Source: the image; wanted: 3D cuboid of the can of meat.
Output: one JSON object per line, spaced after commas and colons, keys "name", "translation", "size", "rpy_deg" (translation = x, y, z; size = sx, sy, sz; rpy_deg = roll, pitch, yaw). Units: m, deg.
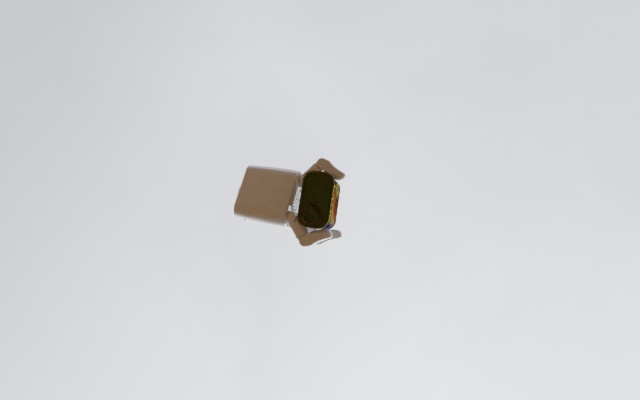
{"name": "can of meat", "translation": [0.000, 0.003, 0.872], "size": [0.057, 0.102, 0.084], "rpy_deg": [7, -5, 13]}
